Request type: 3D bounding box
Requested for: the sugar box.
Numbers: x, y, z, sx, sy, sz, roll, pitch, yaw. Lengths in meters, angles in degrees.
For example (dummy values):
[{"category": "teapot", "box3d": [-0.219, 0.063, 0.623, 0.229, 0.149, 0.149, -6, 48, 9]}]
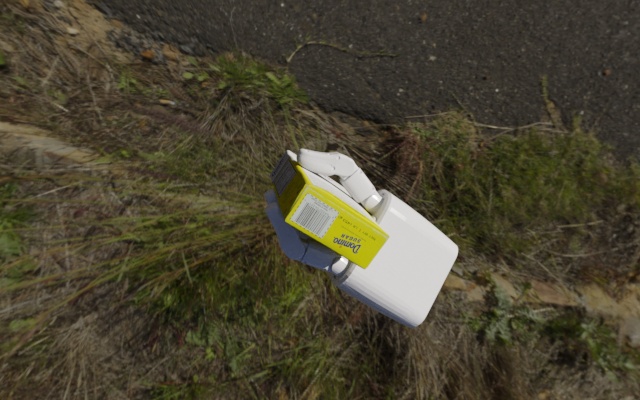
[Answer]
[{"category": "sugar box", "box3d": [0.000, 0.002, 0.499, 0.093, 0.048, 0.176, 33, 5, -16]}]
